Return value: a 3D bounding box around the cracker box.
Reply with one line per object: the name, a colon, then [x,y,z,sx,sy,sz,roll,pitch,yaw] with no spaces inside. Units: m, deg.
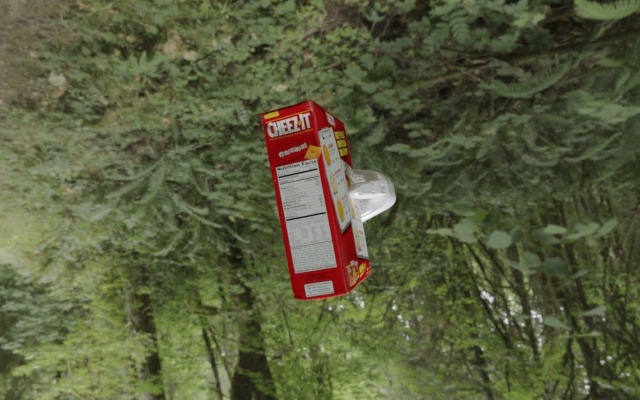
cracker box: [0.000,0.002,0.589,0.072,0.213,0.164,-12,-3,15]
